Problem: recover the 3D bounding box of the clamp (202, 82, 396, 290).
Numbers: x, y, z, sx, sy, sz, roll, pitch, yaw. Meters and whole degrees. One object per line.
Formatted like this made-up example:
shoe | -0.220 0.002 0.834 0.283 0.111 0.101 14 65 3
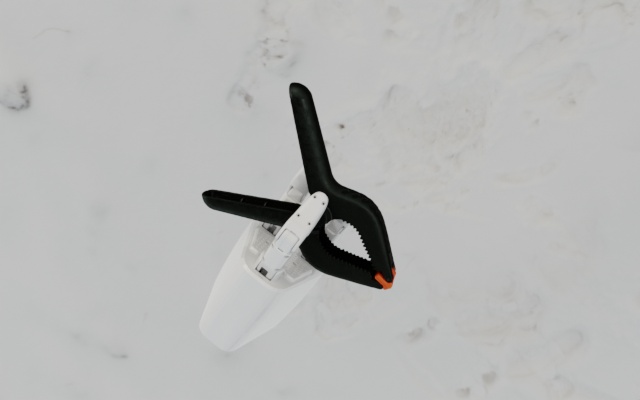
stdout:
clamp | 0.000 0.002 0.466 0.210 0.165 0.036 38 26 2
